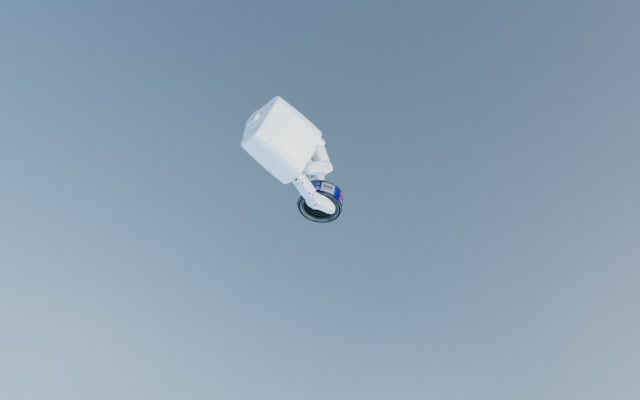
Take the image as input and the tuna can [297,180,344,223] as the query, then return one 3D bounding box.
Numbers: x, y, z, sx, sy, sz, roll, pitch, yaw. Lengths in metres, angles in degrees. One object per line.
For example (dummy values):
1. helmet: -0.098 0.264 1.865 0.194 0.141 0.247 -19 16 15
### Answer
1. tuna can: 0.000 0.003 0.893 0.086 0.033 0.086 6 -43 5
